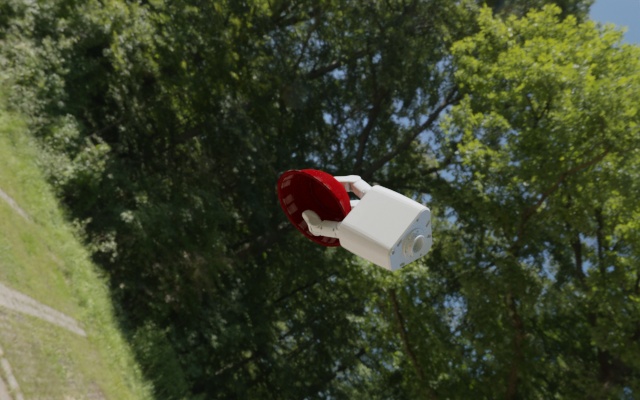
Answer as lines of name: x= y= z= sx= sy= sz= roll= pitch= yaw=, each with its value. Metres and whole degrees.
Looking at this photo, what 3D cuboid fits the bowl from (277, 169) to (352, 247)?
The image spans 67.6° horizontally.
bowl: x=-0.001 y=0.002 z=0.850 sx=0.162 sy=0.162 sz=0.055 roll=0 pitch=33 yaw=47
